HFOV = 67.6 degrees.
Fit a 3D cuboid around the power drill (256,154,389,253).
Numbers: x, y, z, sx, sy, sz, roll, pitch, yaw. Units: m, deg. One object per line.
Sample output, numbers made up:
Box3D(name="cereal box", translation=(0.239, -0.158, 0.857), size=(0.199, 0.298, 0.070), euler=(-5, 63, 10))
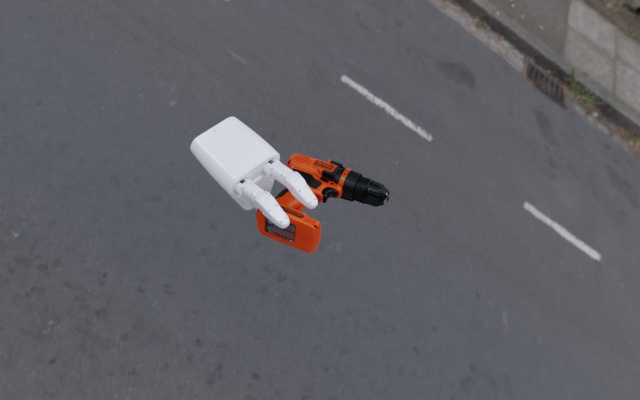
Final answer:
Box3D(name="power drill", translation=(0.000, 0.003, 0.756), size=(0.184, 0.057, 0.187), euler=(19, 37, 17))
